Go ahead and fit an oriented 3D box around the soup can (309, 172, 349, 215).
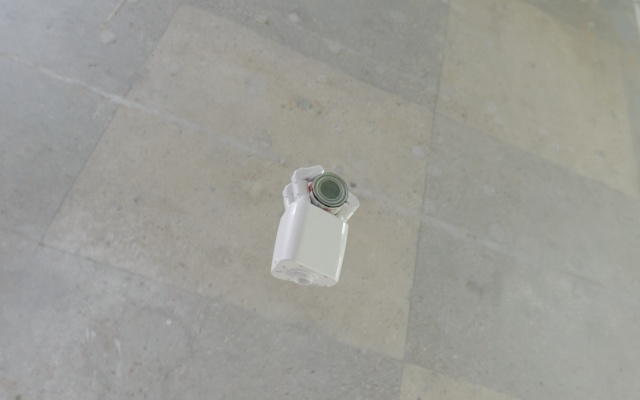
[{"bbox_3d":[0.000,0.002,0.838,0.068,0.068,0.102,0,-26,-22],"label":"soup can"}]
